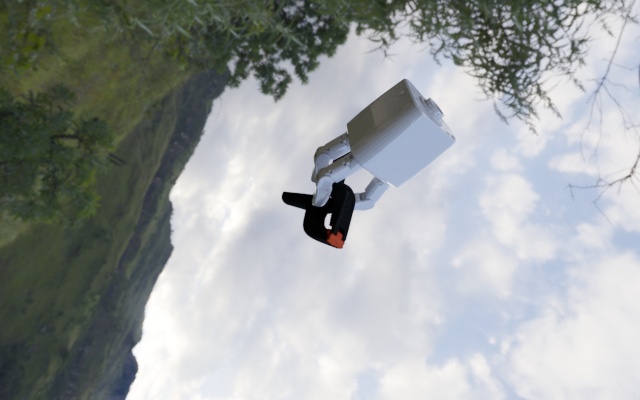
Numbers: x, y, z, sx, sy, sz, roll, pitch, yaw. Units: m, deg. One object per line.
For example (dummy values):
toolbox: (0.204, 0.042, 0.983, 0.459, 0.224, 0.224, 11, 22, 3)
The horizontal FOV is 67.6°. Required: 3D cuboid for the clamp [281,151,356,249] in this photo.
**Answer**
clamp: (0.001, 0.003, 0.725, 0.036, 0.209, 0.164, 35, -61, -28)
